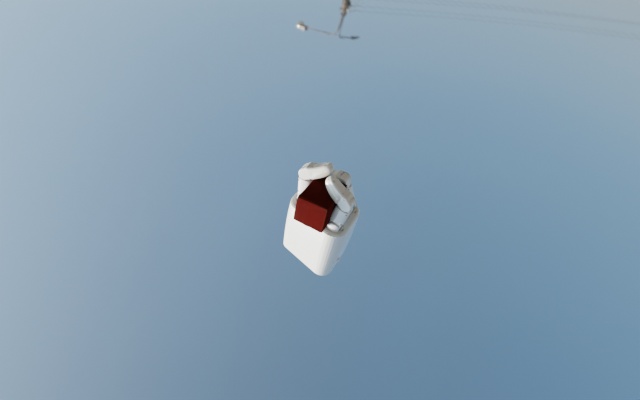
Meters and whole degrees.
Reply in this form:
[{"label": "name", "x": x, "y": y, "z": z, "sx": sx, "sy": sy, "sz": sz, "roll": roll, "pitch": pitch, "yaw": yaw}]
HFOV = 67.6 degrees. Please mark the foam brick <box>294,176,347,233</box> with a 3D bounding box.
[{"label": "foam brick", "x": 0.000, "y": 0.003, "z": 0.754, "sx": 0.053, "sy": 0.051, "sz": 0.078, "roll": 26, "pitch": 41, "yaw": 12}]
